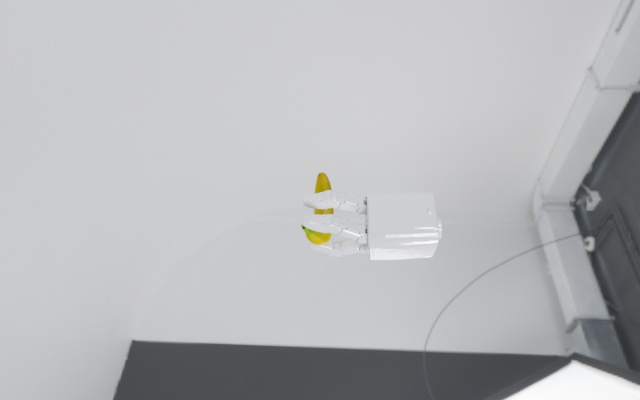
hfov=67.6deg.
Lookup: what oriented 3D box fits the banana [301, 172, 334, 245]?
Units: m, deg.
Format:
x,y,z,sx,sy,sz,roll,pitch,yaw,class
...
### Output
x,y,z,sx,sy,sz,roll,pitch,yaw,class
0.002,0.021,0.811,0.037,0.070,0.197,-4,27,9,banana
